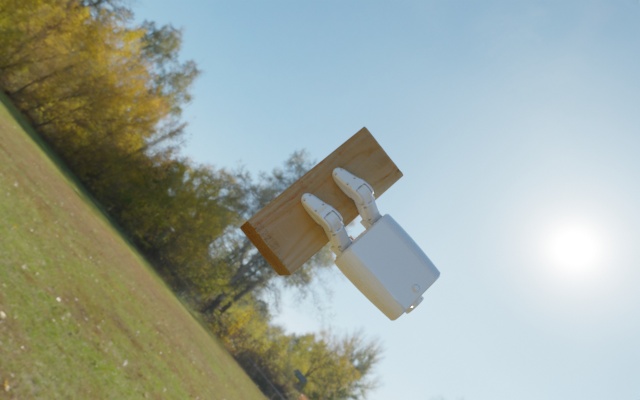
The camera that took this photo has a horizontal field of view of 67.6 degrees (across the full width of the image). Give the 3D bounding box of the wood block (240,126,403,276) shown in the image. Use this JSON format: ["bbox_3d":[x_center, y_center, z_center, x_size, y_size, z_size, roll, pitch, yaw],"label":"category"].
[{"bbox_3d":[0.000,0.002,0.659,0.206,0.090,0.091,-40,2,-18],"label":"wood block"}]
